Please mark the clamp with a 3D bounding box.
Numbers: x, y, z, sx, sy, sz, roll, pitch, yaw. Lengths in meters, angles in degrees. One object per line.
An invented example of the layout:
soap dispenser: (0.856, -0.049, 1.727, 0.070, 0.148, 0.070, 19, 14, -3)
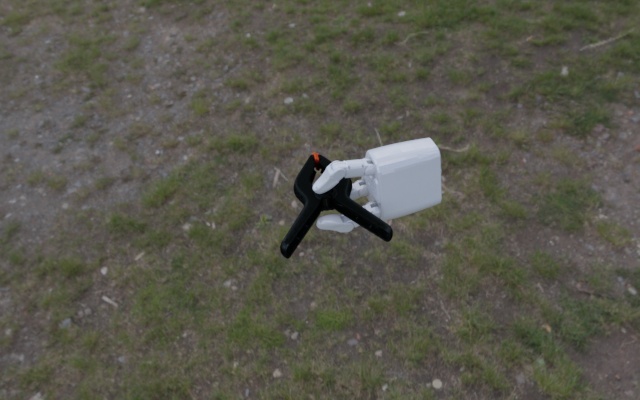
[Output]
clamp: (0.000, 0.001, 0.747, 0.164, 0.036, 0.209, -13, 46, -10)
